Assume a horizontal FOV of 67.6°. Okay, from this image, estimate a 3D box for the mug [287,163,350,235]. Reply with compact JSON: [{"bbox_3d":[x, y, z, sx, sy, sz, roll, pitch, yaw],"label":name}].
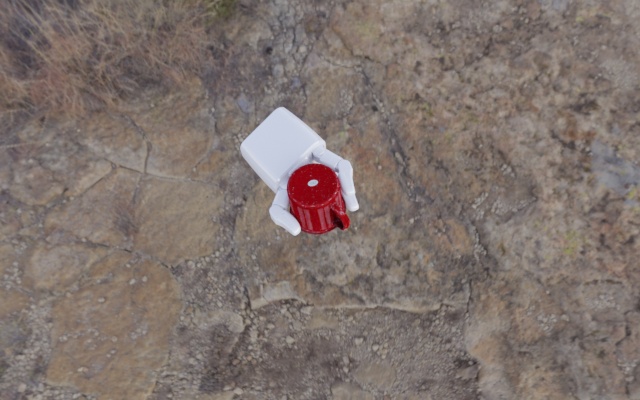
[{"bbox_3d":[0.001,0.003,0.743,0.117,0.093,0.081,43,-17,24],"label":"mug"}]
